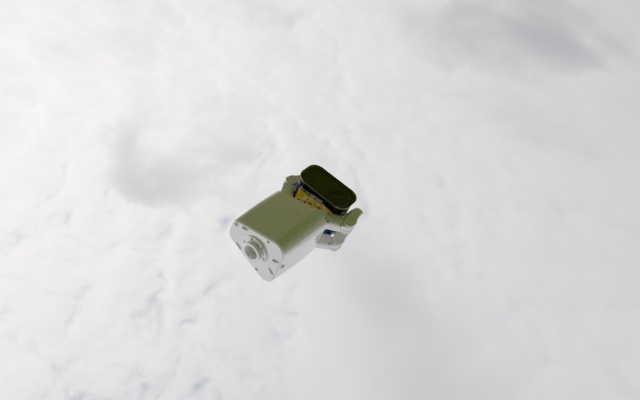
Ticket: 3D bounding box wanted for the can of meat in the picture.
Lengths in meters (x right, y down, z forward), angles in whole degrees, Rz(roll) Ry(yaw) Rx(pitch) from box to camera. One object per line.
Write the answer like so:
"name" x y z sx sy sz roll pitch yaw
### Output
"can of meat" 0.000 0.003 0.824 0.102 0.084 0.057 38 43 12
